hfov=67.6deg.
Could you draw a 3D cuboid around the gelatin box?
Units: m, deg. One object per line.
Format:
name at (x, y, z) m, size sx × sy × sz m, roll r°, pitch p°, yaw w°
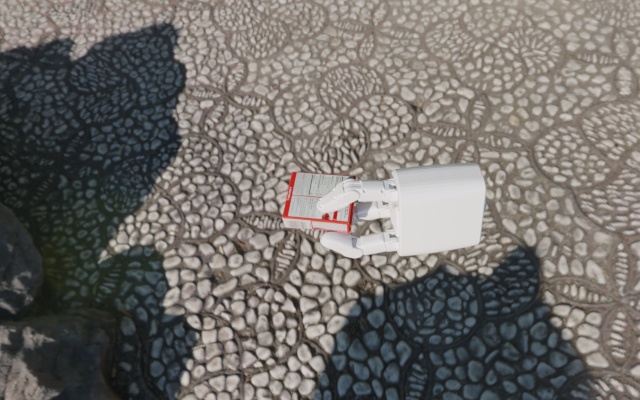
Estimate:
gelatin box at (0.000, 0.002, 0.625) m, size 0.089 × 0.073 × 0.030 m, roll 5°, pitch -31°, yaw 7°
